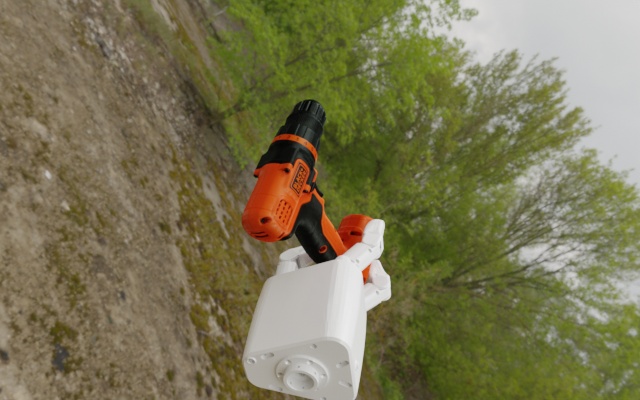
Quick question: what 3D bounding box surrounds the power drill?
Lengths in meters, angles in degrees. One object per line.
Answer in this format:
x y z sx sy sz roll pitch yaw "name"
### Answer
0.000 0.002 0.548 0.057 0.184 0.188 -7 -42 37 "power drill"
